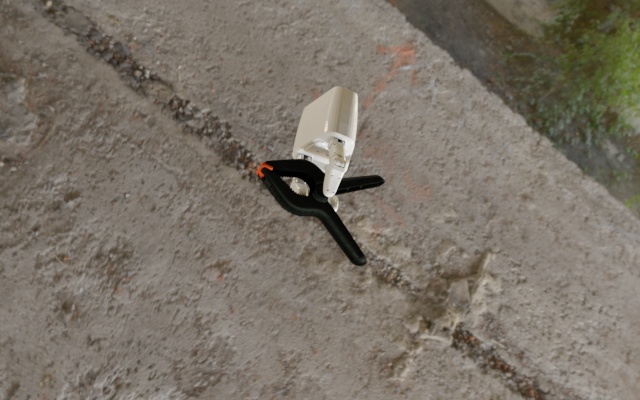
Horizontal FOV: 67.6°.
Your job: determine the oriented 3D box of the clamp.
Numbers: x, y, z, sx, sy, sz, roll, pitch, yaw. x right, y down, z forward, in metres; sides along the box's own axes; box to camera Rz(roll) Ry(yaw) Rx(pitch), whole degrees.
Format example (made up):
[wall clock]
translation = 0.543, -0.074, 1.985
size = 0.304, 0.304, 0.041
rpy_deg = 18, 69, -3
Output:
[clamp]
translation = 0.000, 0.002, 0.730
size = 0.210, 0.164, 0.036
rpy_deg = 19, -31, -17
